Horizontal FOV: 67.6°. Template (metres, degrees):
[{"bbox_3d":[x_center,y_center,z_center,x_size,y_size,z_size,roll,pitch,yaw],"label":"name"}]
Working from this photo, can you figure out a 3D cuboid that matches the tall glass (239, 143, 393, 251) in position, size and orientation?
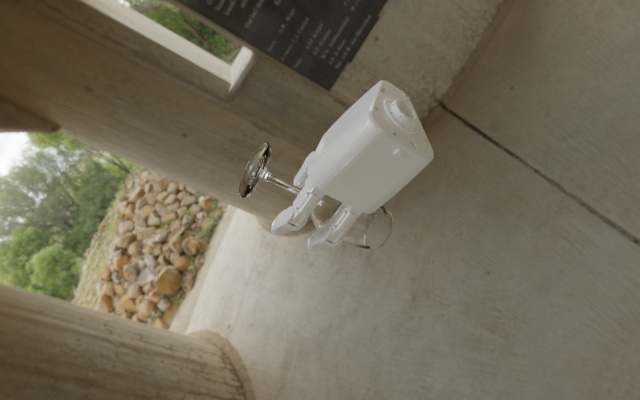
[{"bbox_3d":[-0.001,0.002,0.622,0.201,0.079,0.079,26,-12,-26],"label":"tall glass"}]
